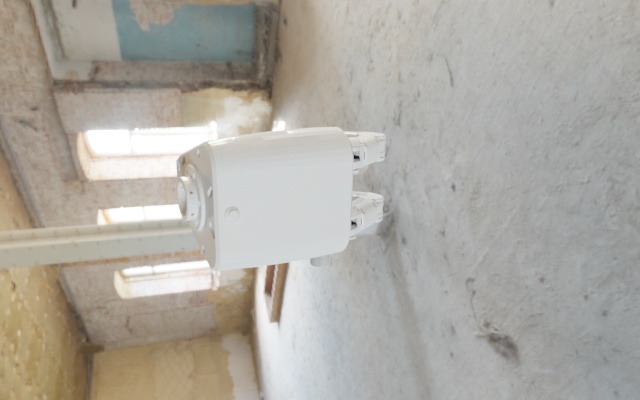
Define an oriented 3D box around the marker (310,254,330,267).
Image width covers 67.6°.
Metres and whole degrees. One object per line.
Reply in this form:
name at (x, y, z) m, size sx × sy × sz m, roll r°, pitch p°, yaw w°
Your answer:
marker at (0.000, 0.001, 0.433) m, size 0.020 × 0.121 × 0.020 m, roll 1°, pitch 16°, yaw 0°
